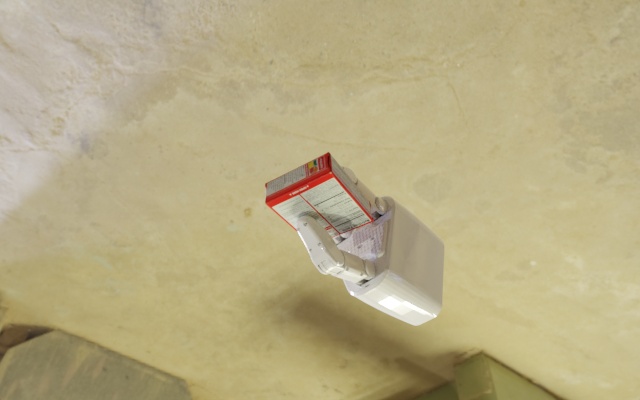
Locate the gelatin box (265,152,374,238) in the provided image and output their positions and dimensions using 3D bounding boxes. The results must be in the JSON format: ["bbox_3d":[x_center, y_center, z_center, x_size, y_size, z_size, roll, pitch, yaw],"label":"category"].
[{"bbox_3d":[0.000,0.002,0.469,0.073,0.030,0.089,-25,-44,21],"label":"gelatin box"}]
